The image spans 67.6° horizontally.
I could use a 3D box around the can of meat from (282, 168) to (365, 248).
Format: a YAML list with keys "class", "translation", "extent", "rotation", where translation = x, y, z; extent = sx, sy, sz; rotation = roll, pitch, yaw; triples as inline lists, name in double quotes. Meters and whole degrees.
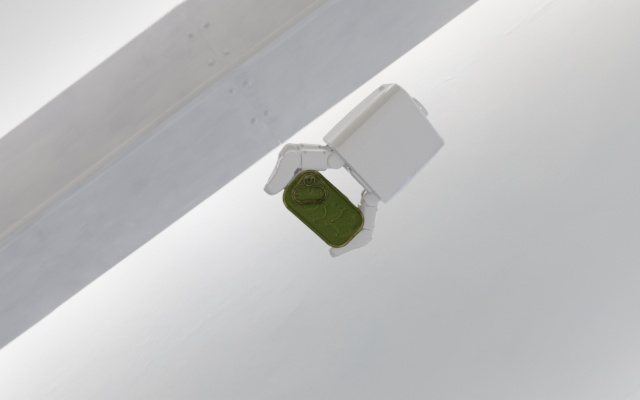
- class: "can of meat"
  translation: [0.000, 0.002, 0.600]
  extent: [0.102, 0.057, 0.084]
  rotation: [42, 6, -13]
